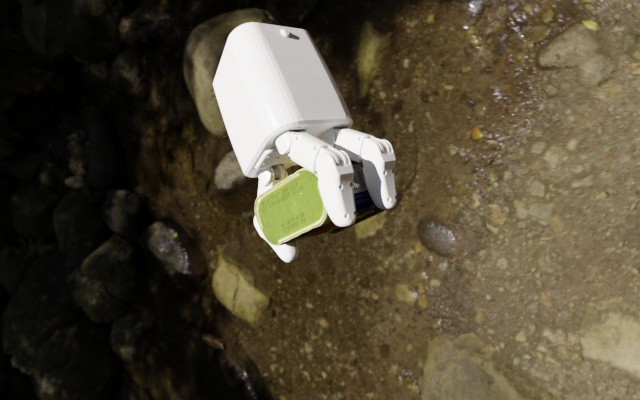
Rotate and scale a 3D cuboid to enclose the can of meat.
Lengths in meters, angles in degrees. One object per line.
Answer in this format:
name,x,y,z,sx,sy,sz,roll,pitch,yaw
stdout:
can of meat,0.000,0.002,0.447,0.084,0.057,0.102,-12,-12,-44
